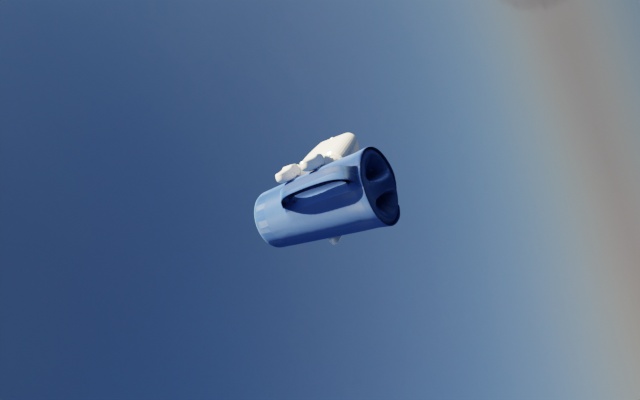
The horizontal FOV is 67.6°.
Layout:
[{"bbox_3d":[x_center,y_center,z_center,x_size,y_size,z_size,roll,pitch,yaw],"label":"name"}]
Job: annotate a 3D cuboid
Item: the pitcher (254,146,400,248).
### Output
[{"bbox_3d":[0.000,0.003,0.818,0.243,0.149,0.145,-18,23,31],"label":"pitcher"}]
